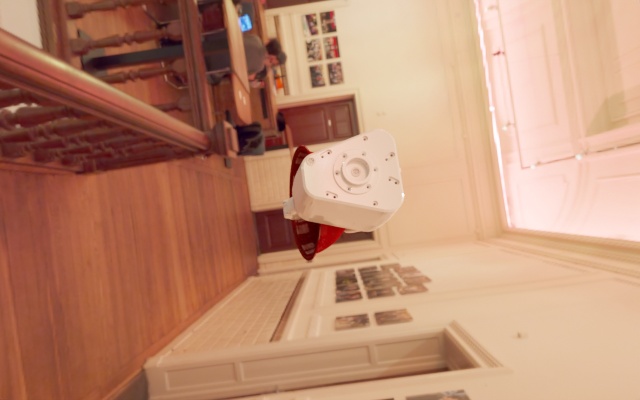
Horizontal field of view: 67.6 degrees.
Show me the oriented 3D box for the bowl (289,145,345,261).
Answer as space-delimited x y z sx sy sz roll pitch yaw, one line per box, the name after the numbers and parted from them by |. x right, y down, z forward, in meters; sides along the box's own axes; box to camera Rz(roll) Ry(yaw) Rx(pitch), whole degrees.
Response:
0.000 0.002 0.678 0.055 0.162 0.162 -4 1 -18 | bowl
